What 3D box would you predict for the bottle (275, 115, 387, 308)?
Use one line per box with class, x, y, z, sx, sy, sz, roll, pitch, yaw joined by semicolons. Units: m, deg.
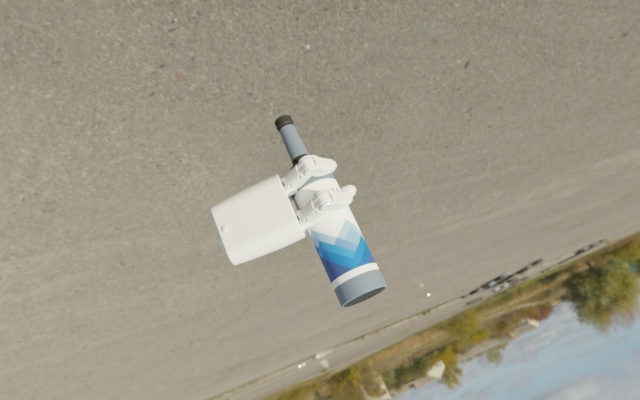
bottle;0.000;0.002;0.680;0.069;0.295;0.069;-22;-20;-9
